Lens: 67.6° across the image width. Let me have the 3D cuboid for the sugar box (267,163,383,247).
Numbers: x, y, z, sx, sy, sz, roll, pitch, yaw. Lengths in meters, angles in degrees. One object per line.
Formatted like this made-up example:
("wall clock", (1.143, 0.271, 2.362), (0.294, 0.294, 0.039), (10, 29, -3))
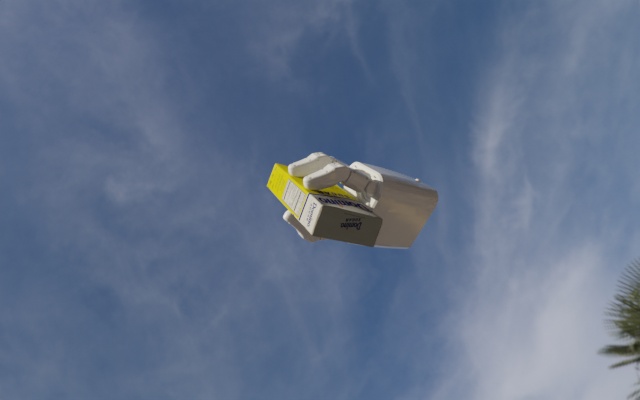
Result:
("sugar box", (0.000, 0.002, 0.642), (0.093, 0.048, 0.176), (13, 12, -29))
